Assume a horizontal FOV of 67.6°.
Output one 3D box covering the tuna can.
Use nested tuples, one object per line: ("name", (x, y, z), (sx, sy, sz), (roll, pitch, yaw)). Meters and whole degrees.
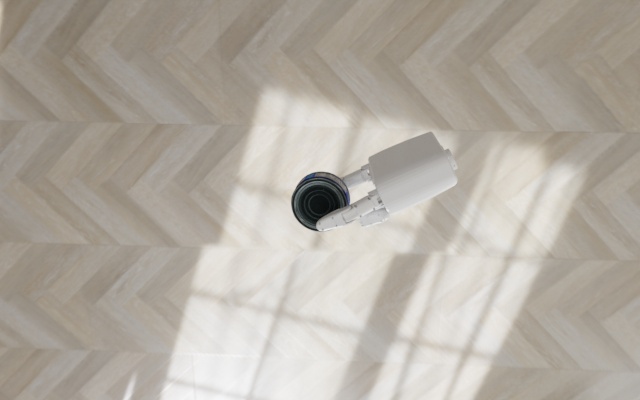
("tuna can", (0.000, 0.003, 0.704), (0.086, 0.086, 0.033), (0, 18, 8))
